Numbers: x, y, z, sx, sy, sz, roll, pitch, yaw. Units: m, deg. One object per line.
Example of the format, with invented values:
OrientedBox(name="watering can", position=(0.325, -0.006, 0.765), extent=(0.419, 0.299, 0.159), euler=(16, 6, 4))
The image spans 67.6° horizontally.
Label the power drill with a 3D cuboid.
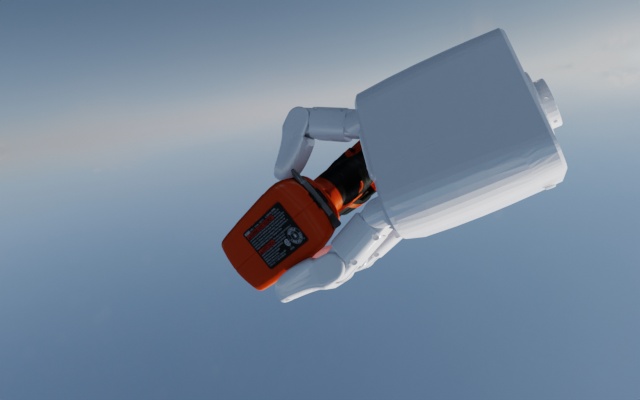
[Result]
OrientedBox(name="power drill", position=(0.000, 0.001, 0.427), extent=(0.184, 0.057, 0.187), euler=(-44, -3, 40))
